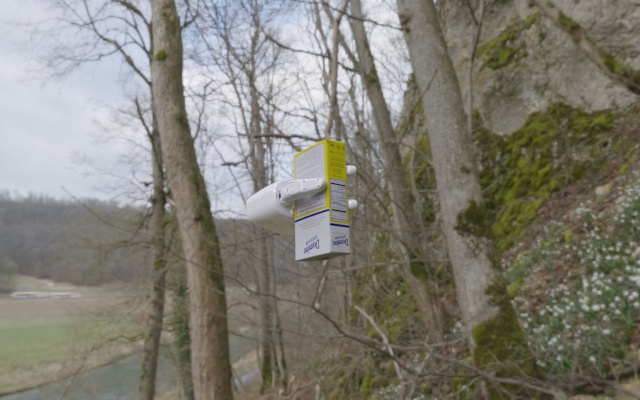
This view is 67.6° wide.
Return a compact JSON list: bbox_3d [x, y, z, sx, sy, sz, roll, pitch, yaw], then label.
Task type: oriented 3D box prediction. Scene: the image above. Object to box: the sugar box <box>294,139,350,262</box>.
[{"bbox_3d":[0.000,0.002,0.741,0.048,0.176,0.093,6,-16,-36],"label":"sugar box"}]
